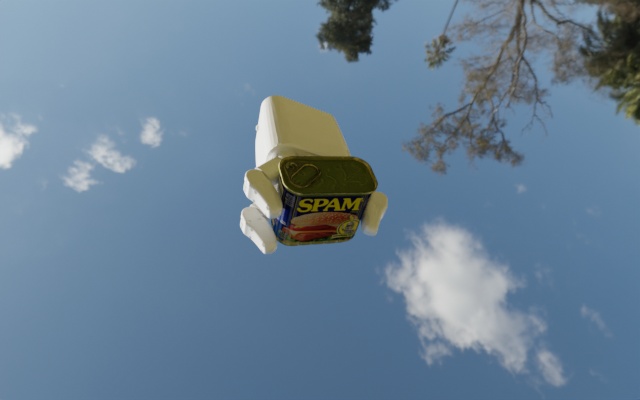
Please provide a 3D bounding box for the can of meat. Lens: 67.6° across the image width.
[{"bbox_3d":[0.000,0.002,0.518,0.102,0.057,0.084,-1,-44,-19],"label":"can of meat"}]
